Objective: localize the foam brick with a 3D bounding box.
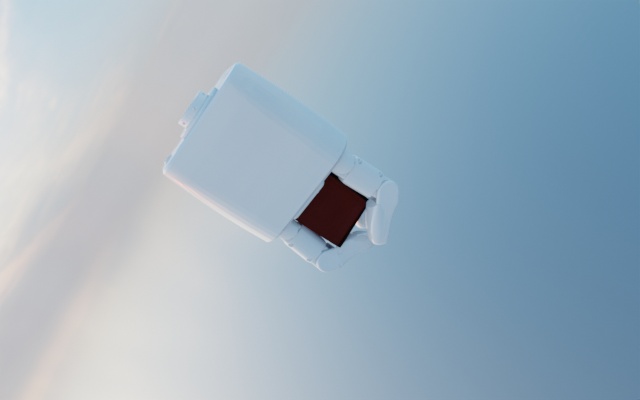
[{"bbox_3d":[0.000,0.002,0.445,0.051,0.053,0.078,34,-3,-20],"label":"foam brick"}]
